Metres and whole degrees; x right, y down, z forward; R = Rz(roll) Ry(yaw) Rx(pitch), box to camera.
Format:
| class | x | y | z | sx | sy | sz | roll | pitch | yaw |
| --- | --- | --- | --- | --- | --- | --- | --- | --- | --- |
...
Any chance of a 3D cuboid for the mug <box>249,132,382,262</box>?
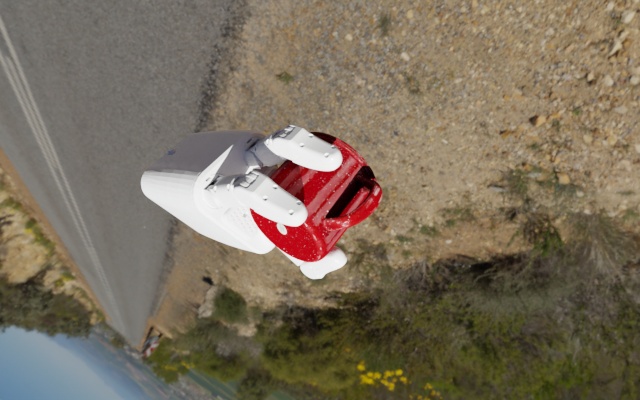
| class | x | y | z | sx | sy | sz | roll | pitch | yaw |
| --- | --- | --- | --- | --- | --- | --- | --- | --- | --- |
| mug | 0.001 | 0.002 | 0.415 | 0.117 | 0.093 | 0.081 | 8 | 47 | 43 |
